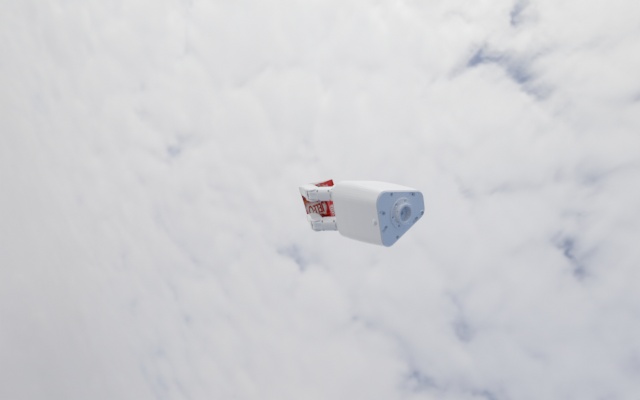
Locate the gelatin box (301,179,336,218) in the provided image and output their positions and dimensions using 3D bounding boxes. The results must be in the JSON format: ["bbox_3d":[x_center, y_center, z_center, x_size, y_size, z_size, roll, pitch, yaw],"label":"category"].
[{"bbox_3d":[0.000,0.003,0.879,0.030,0.073,0.089,-20,6,-29],"label":"gelatin box"}]
